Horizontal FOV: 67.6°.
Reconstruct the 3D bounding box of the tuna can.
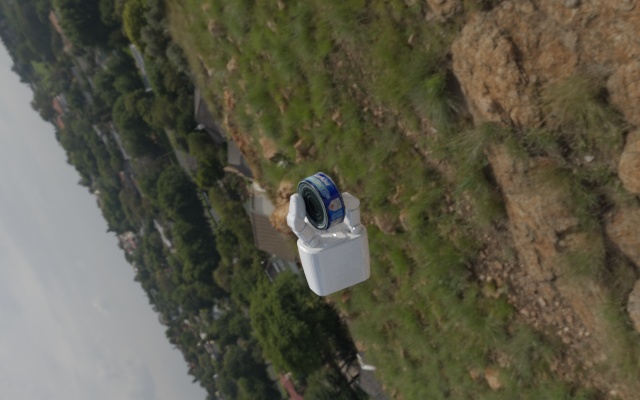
[{"bbox_3d":[0.000,0.003,0.732,0.033,0.086,0.086,-25,11,-25],"label":"tuna can"}]
